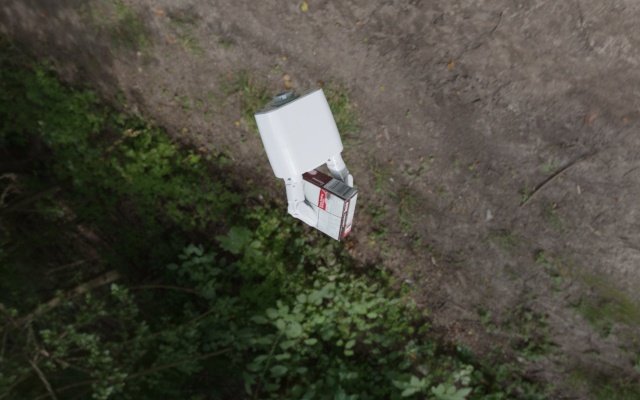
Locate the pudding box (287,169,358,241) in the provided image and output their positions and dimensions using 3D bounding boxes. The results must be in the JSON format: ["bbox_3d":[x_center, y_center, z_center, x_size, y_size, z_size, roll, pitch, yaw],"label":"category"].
[{"bbox_3d":[0.000,0.003,0.781,0.113,0.090,0.039,29,44,25],"label":"pudding box"}]
